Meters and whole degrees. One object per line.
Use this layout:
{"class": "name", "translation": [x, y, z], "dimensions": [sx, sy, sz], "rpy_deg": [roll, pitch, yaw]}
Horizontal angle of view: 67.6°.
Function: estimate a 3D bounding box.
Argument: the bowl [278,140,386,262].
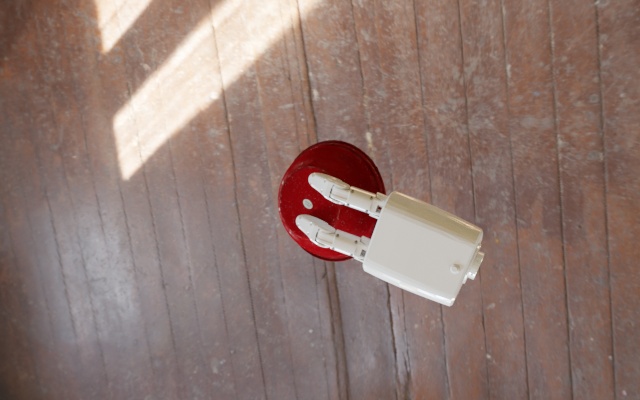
{"class": "bowl", "translation": [-0.001, 0.002, 0.612], "dimensions": [0.162, 0.162, 0.055], "rpy_deg": [0, 3, 33]}
